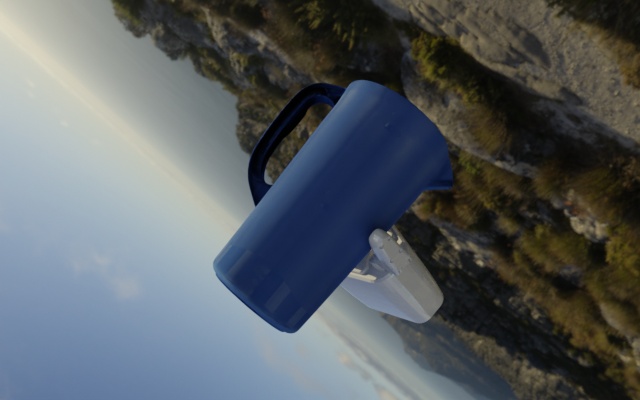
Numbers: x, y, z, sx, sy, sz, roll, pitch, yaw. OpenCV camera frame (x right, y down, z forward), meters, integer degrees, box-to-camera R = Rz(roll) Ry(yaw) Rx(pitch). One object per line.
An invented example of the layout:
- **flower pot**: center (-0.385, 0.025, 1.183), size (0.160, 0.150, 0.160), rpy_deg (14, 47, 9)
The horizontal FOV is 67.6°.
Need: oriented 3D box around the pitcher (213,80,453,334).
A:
- **pitcher**: center (0.000, 0.002, 0.486), size (0.145, 0.243, 0.149), rpy_deg (46, -11, -34)
